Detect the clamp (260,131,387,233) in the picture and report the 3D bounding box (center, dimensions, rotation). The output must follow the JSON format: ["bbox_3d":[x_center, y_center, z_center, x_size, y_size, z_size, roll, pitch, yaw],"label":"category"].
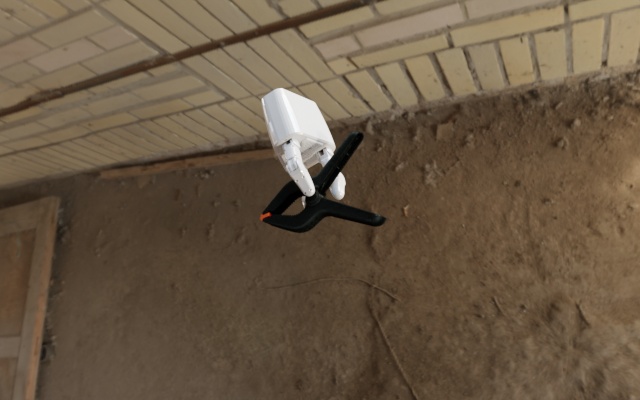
[{"bbox_3d":[-0.001,0.002,0.753,0.210,0.164,0.036,-29,-32,17],"label":"clamp"}]
